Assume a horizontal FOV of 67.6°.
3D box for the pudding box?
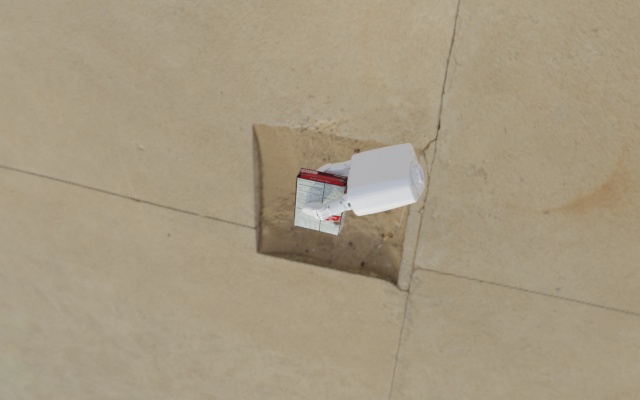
[{"bbox_3d":[0.000,0.003,0.858,0.090,0.114,0.039,13,34,9],"label":"pudding box"}]
